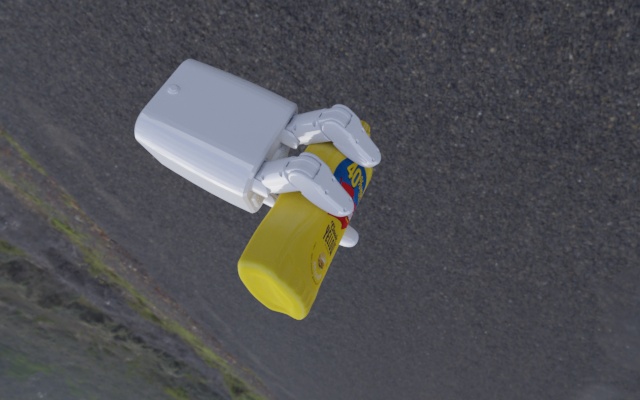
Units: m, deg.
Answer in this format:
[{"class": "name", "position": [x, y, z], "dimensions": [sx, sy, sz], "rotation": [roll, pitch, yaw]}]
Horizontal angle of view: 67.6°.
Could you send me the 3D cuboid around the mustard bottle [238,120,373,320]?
[{"class": "mustard bottle", "position": [0.000, 0.002, 0.423], "dimensions": [0.058, 0.191, 0.096], "rotation": [14, -31, 24]}]
